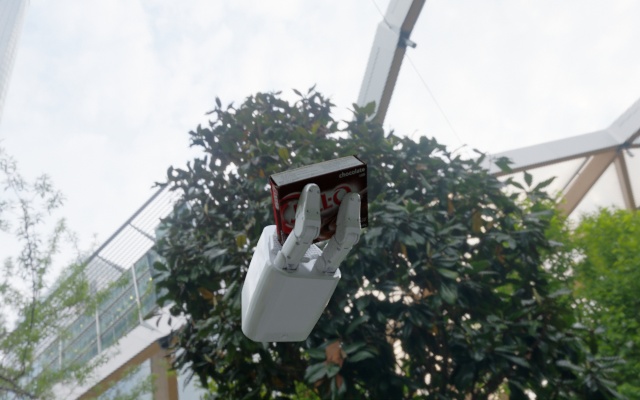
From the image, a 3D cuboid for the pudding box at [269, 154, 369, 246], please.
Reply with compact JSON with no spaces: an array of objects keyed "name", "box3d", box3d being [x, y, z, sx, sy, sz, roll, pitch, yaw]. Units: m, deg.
[{"name":"pudding box","box3d":[0.000,0.002,0.567,0.113,0.090,0.039,-17,35,-19]}]
